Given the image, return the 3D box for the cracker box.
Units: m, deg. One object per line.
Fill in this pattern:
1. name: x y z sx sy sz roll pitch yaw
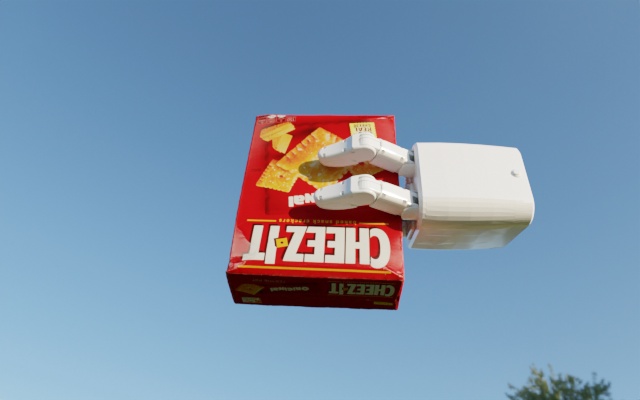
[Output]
1. cracker box: 0.000 0.002 0.508 0.164 0.213 0.072 1 -38 3
